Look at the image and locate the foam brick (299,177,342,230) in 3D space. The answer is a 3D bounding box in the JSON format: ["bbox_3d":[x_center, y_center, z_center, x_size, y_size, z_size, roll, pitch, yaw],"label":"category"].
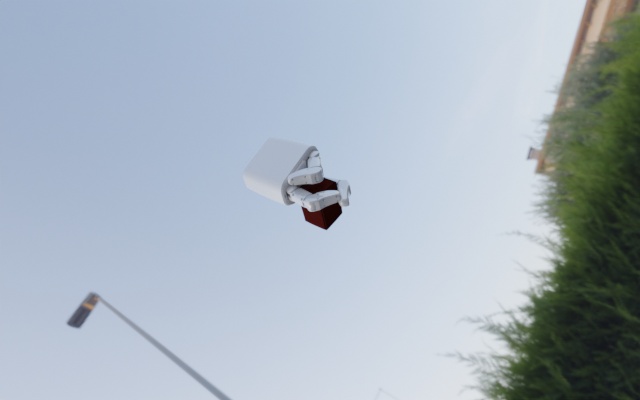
[{"bbox_3d":[0.000,0.003,0.859,0.051,0.078,0.053,20,48,34],"label":"foam brick"}]
